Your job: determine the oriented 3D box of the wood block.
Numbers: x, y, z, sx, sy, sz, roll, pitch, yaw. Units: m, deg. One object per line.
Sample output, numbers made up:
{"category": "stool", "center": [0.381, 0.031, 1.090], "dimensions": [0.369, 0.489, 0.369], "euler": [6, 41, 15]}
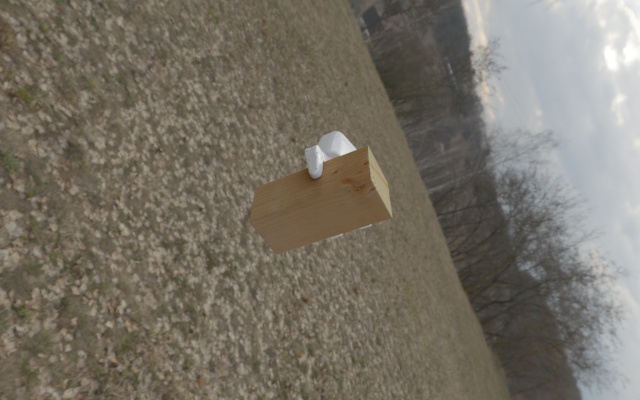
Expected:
{"category": "wood block", "center": [0.000, 0.002, 0.774], "dimensions": [0.206, 0.091, 0.090], "euler": [-20, 38, 18]}
